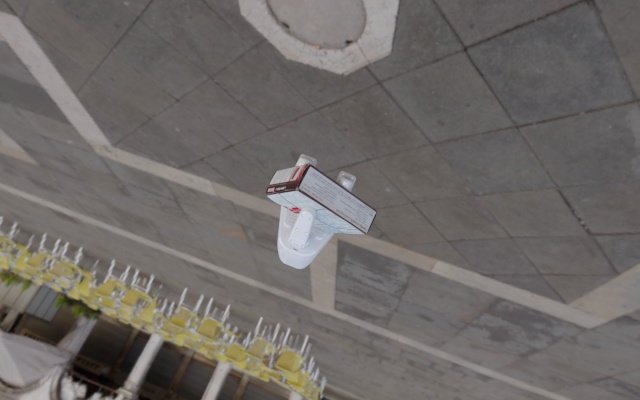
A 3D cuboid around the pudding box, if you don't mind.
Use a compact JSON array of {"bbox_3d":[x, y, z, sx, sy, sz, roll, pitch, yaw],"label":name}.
[{"bbox_3d":[0.000,0.002,0.589,0.113,0.039,0.090,32,-19,-25],"label":"pudding box"}]
